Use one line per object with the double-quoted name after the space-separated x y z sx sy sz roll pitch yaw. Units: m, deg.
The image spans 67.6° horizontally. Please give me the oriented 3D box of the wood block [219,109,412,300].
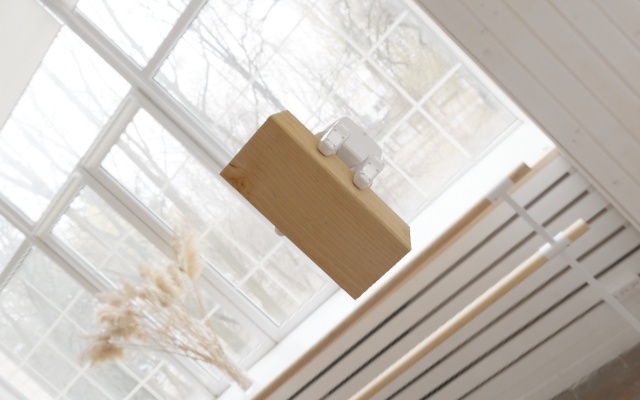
0.000 0.002 0.552 0.206 0.091 0.090 43 17 -4 "wood block"
